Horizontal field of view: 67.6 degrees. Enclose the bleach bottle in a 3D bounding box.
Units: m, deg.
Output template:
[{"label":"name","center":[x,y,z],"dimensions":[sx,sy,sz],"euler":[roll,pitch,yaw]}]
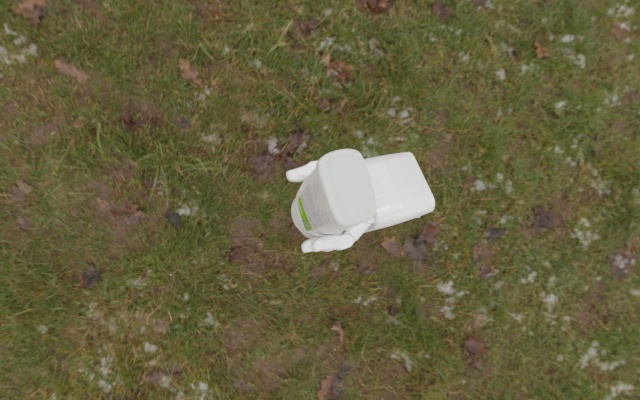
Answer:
[{"label":"bleach bottle","center":[0.000,0.002,0.720],"dimensions":[0.068,0.102,0.251],"euler":[-15,-4,-19]}]
